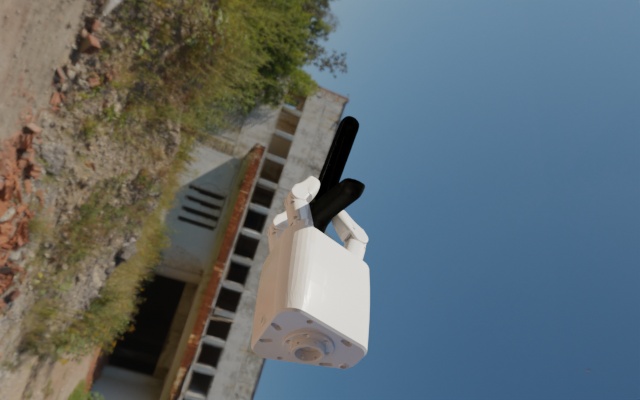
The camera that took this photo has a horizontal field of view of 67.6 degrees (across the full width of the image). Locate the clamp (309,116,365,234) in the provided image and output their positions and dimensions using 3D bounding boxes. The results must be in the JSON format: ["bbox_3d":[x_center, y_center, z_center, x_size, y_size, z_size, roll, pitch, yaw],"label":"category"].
[{"bbox_3d":[0.001,0.003,0.605,0.036,0.210,0.164,22,39,-12],"label":"clamp"}]
